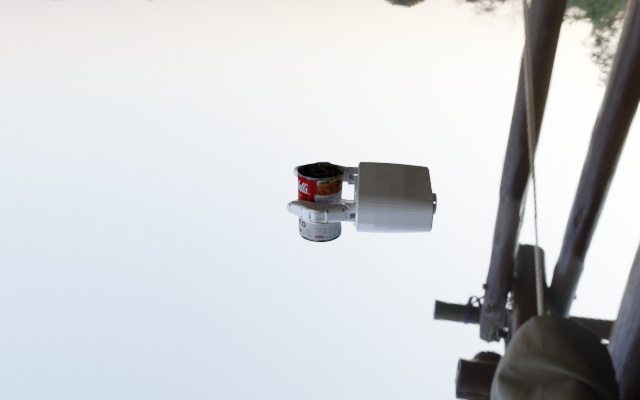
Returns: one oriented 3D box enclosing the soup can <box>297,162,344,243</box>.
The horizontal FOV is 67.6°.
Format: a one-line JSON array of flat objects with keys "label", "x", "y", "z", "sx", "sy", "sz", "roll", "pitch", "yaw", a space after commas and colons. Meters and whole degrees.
[{"label": "soup can", "x": 0.000, "y": 0.003, "z": 0.707, "sx": 0.068, "sy": 0.102, "sz": 0.068, "roll": 0, "pitch": 24, "yaw": 0}]
